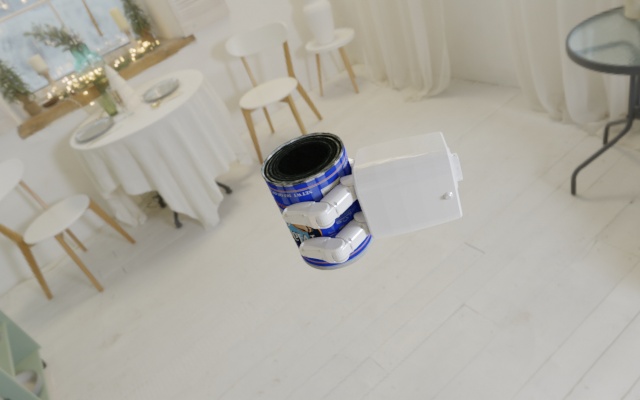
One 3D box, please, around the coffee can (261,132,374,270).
[{"bbox_3d":[0.000,0.002,0.594,0.103,0.140,0.102,-15,36,11],"label":"coffee can"}]
